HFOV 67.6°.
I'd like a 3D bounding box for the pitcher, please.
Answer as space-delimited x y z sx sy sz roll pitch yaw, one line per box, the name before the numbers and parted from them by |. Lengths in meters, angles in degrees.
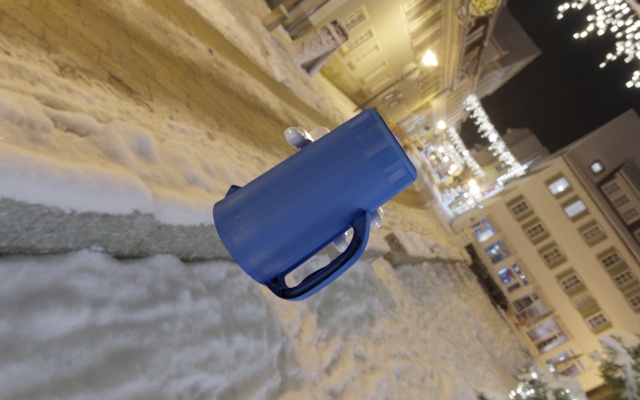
pitcher | 0.000 0.002 0.603 0.243 0.149 0.145 -34 18 11
